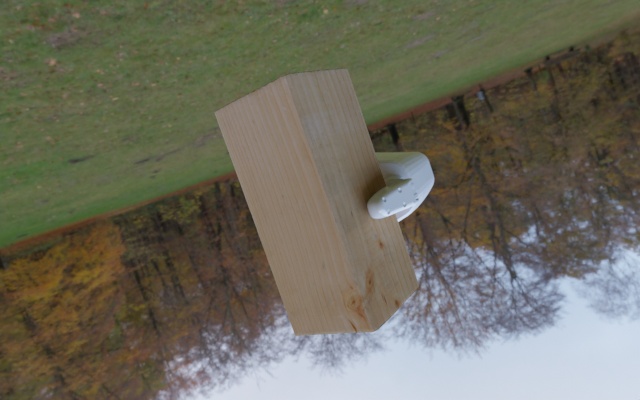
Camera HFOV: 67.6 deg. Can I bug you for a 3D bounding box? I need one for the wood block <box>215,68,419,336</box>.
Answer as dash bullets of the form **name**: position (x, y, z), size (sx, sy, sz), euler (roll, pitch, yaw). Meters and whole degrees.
- **wood block**: position (0.001, 0.001, 0.417), size (0.091, 0.206, 0.090), euler (-16, 6, 38)
